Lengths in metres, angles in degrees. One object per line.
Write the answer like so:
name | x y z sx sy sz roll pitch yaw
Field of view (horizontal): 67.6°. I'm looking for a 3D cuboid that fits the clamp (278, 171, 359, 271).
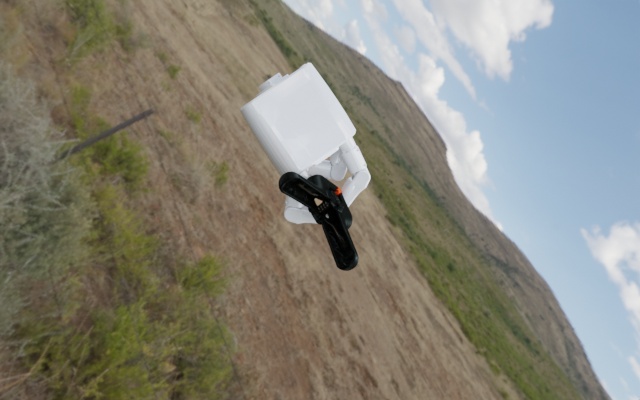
clamp | 0.001 0.002 0.553 0.039 0.120 0.171 -30 15 8
